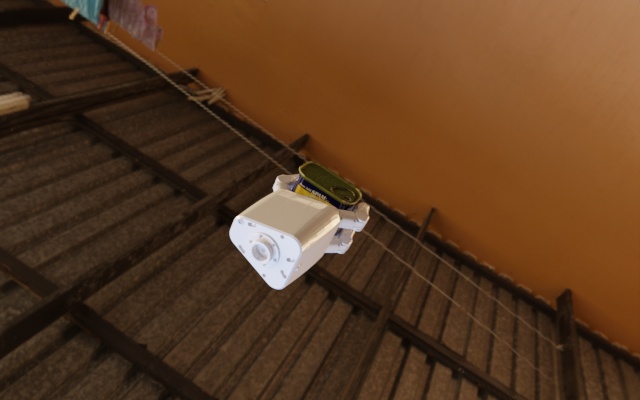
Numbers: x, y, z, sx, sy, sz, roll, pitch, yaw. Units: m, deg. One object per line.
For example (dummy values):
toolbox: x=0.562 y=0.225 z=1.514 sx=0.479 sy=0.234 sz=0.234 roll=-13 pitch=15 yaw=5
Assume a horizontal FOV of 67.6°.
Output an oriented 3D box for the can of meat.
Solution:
can of meat: x=0.000 y=0.003 z=0.743 sx=0.102 sy=0.084 sz=0.057 roll=33 pitch=32 yaw=10
